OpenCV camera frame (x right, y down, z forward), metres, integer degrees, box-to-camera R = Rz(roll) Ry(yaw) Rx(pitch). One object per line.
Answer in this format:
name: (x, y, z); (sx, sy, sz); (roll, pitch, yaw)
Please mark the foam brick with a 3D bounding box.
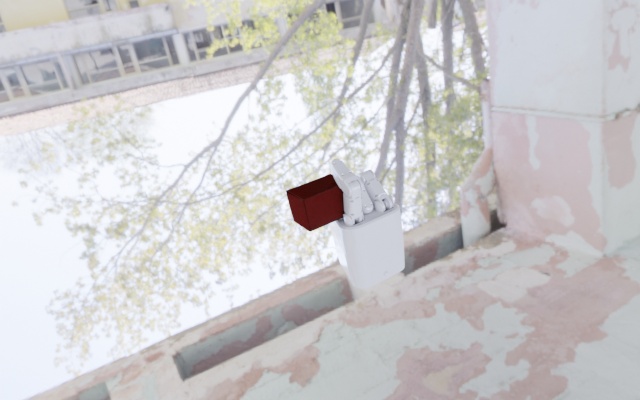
foam brick: (0.000, 0.002, 0.683); (0.078, 0.051, 0.053); (-21, 26, -24)
